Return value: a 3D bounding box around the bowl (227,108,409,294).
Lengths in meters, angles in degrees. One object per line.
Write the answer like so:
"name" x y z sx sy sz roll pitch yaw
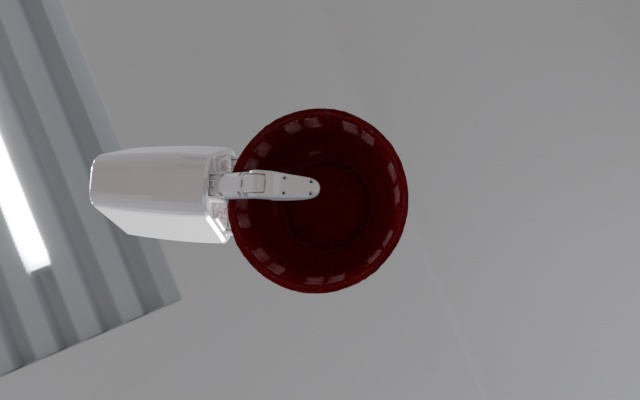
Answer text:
"bowl" 0.001 0.002 0.437 0.162 0.162 0.055 0 -6 13
